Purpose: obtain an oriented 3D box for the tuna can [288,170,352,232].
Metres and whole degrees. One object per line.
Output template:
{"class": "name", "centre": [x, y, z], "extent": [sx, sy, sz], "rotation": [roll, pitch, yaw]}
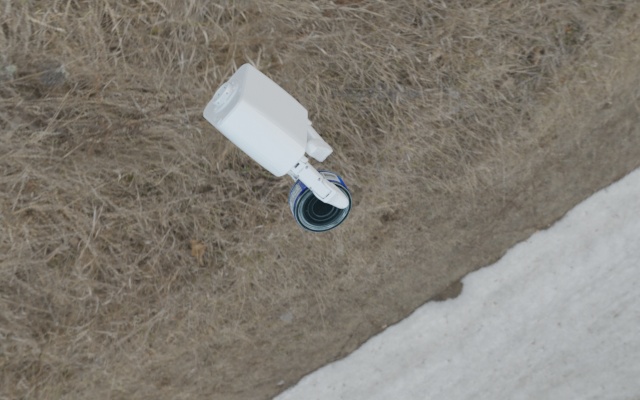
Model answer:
{"class": "tuna can", "centre": [0.000, 0.003, 0.670], "extent": [0.086, 0.086, 0.033], "rotation": [0, 31, -19]}
